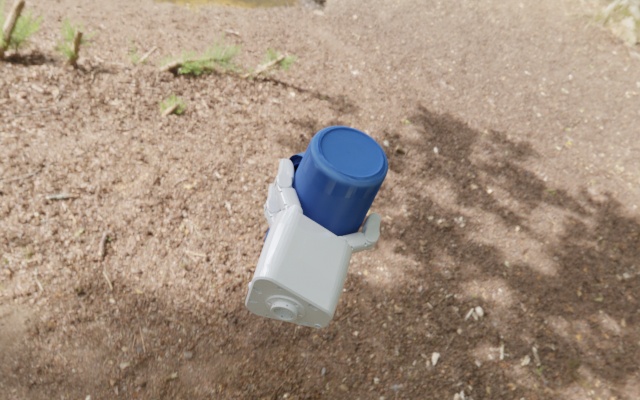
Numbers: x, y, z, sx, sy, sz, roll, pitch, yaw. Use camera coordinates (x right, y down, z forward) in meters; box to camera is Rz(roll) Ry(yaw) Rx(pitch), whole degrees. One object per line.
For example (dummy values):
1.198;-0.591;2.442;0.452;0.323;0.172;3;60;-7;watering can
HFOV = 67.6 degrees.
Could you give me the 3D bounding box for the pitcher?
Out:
0.000;0.002;0.704;0.149;0.145;0.243;23;-42;-2;pitcher
